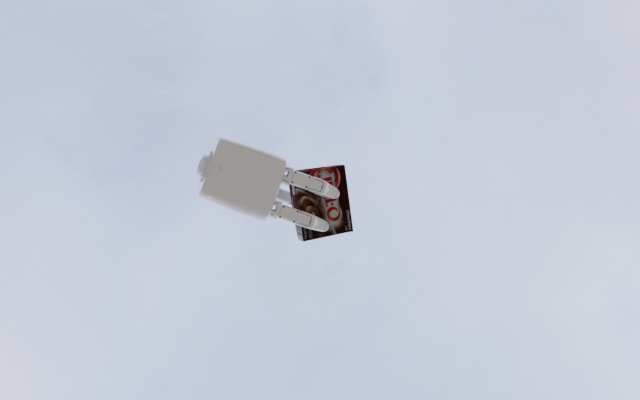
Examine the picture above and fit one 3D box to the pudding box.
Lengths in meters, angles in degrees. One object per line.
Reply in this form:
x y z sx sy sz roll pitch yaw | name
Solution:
0.000 0.003 0.773 0.090 0.113 0.039 -10 8 -21 | pudding box
